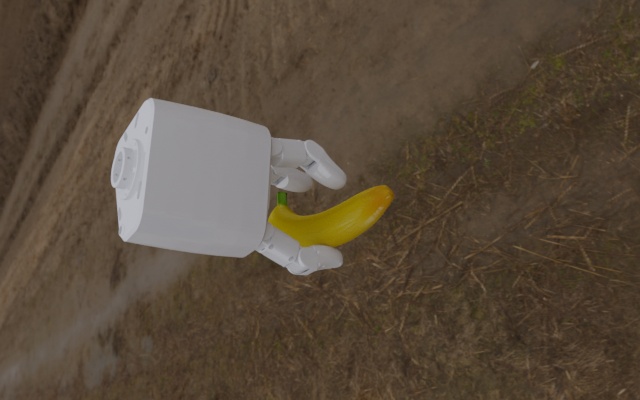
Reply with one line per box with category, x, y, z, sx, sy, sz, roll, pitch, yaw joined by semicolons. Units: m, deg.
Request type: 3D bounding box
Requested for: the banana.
banana;-0.005;0.020;0.491;0.037;0.069;0.198;15;-9;-36
